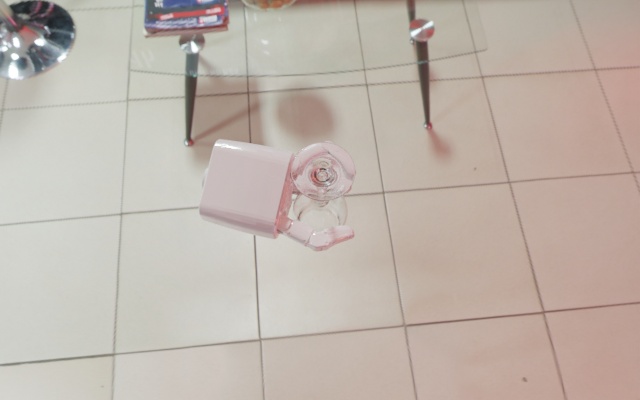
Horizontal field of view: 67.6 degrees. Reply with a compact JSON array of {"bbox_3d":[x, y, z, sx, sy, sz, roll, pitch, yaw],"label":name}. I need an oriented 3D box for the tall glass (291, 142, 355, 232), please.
[{"bbox_3d":[0.000,0.002,0.636,0.079,0.079,0.201,0,-22,-1],"label":"tall glass"}]
